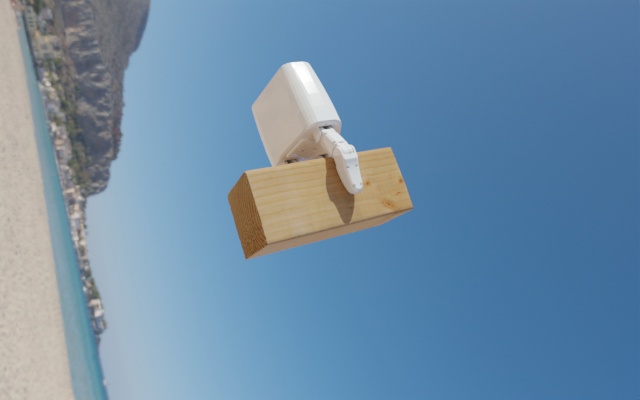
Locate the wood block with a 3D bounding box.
[{"bbox_3d":[0.000,0.001,0.610,0.206,0.090,0.091,-12,-12,-28],"label":"wood block"}]
